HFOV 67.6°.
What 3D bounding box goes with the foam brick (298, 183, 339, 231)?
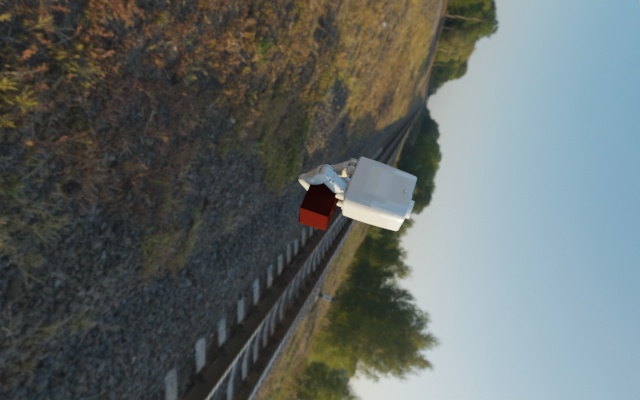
[{"bbox_3d":[0.000,0.003,0.825,0.051,0.078,0.053,20,-30,6],"label":"foam brick"}]
